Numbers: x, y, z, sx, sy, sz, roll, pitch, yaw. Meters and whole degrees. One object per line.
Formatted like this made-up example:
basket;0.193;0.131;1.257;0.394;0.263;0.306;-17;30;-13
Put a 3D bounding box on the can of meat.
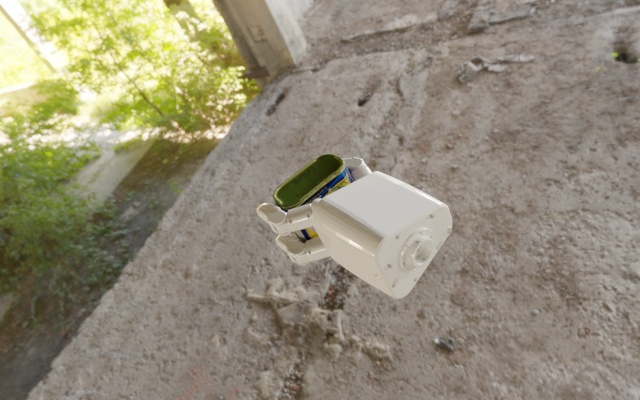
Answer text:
can of meat;0.000;0.002;0.604;0.102;0.084;0.057;-39;40;-13
